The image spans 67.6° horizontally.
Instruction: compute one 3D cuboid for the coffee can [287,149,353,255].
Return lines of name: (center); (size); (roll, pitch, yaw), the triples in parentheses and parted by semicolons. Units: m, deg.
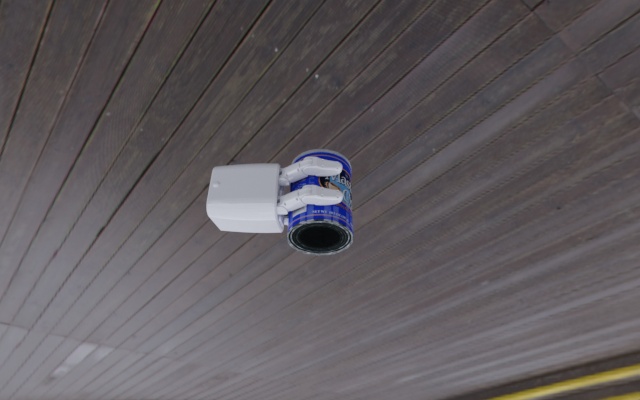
coffee can: (0.000, 0.002, 0.770); (0.103, 0.140, 0.103); (1, -36, 0)
